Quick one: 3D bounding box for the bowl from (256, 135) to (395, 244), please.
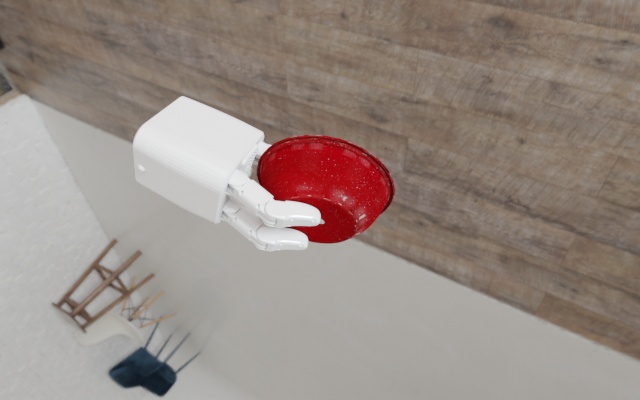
[{"bbox_3d":[0.001,0.002,0.537,0.162,0.055,0.162,8,-36,6],"label":"bowl"}]
